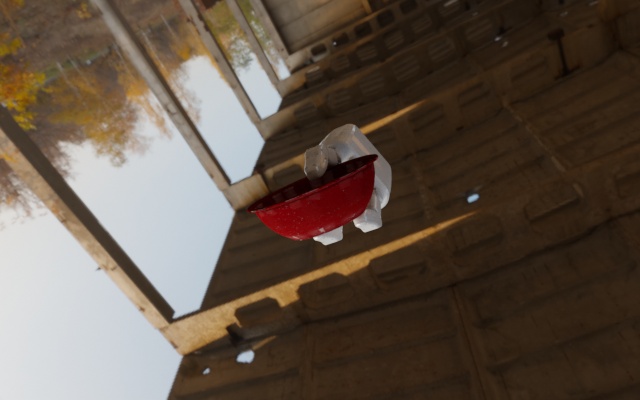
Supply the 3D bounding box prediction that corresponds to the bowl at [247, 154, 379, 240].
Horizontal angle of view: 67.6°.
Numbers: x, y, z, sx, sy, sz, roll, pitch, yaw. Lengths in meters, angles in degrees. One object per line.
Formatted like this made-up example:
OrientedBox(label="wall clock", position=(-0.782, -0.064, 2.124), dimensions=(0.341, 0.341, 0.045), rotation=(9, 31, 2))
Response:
OrientedBox(label="bowl", position=(0.000, 0.003, 0.549), dimensions=(0.162, 0.055, 0.162), rotation=(-22, 8, 3))
